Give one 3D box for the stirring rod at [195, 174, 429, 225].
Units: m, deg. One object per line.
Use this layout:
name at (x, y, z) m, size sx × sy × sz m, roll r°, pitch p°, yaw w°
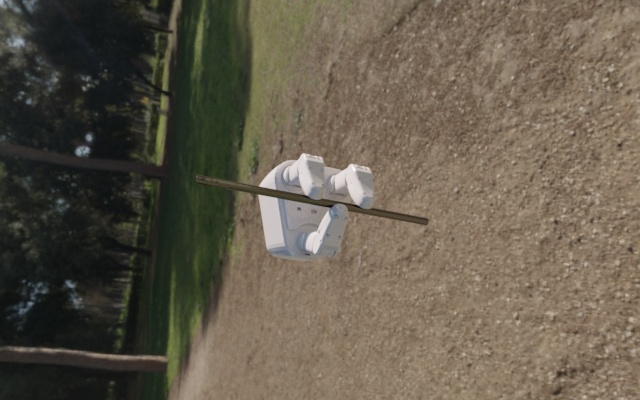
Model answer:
stirring rod at (0.000, 0.002, 0.466) m, size 0.239 × 0.011 × 0.011 m, roll 11°, pitch -4°, yaw -19°
